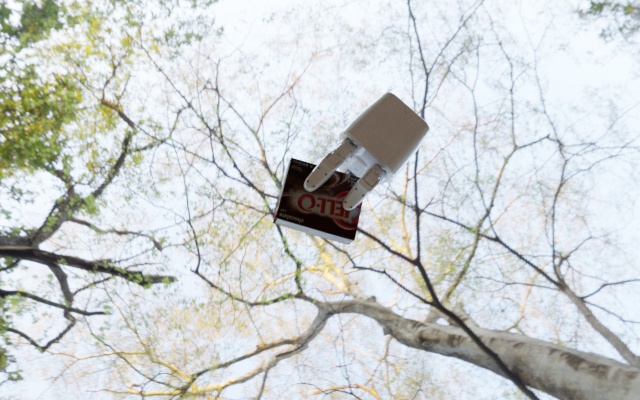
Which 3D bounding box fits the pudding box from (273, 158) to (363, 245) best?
[{"bbox_3d":[0.000,0.002,0.651,0.113,0.090,0.039,15,-21,-6],"label":"pudding box"}]
